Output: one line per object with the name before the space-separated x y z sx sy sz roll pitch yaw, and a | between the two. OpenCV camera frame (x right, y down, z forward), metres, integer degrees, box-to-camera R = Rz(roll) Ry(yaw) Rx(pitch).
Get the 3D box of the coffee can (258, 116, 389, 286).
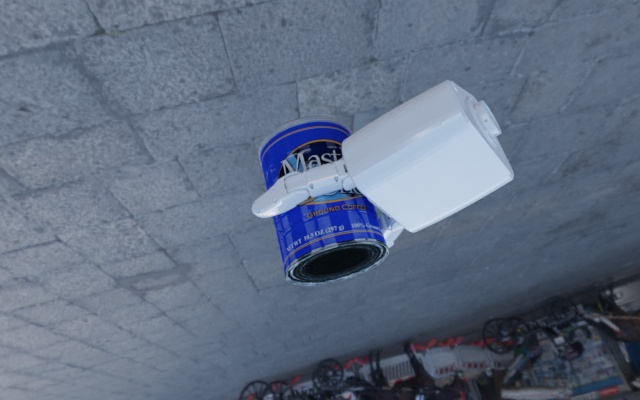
coffee can | 0.000 0.002 0.483 0.103 0.140 0.103 -12 -26 -6
